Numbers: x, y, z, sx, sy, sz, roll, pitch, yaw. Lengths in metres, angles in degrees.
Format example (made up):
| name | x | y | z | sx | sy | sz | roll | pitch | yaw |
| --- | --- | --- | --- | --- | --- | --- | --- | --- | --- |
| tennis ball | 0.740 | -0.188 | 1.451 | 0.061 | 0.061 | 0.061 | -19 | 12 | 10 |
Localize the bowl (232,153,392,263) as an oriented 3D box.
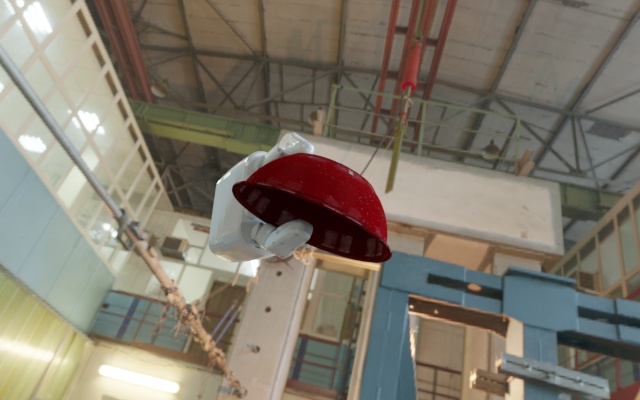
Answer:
| name | x | y | z | sx | sy | sz | roll | pitch | yaw |
| --- | --- | --- | --- | --- | --- | --- | --- | --- | --- |
| bowl | 0.001 | 0.001 | 0.455 | 0.162 | 0.055 | 0.162 | 22 | -17 | 7 |
